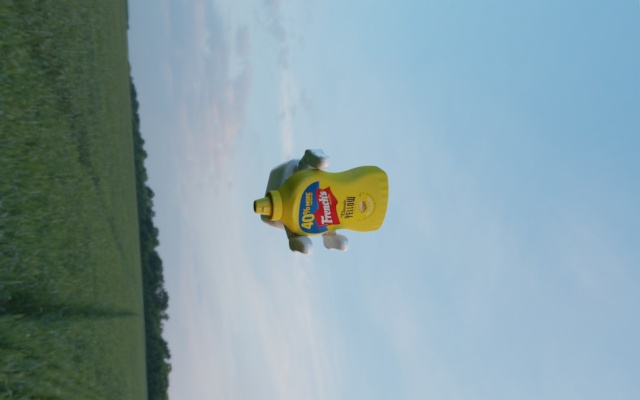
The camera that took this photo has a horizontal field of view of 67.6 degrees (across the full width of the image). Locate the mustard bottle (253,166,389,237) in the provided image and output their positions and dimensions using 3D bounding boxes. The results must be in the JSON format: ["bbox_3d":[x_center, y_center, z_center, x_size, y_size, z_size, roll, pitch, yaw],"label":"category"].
[{"bbox_3d":[0.000,0.002,0.676,0.191,0.096,0.058,-4,25,-21],"label":"mustard bottle"}]
